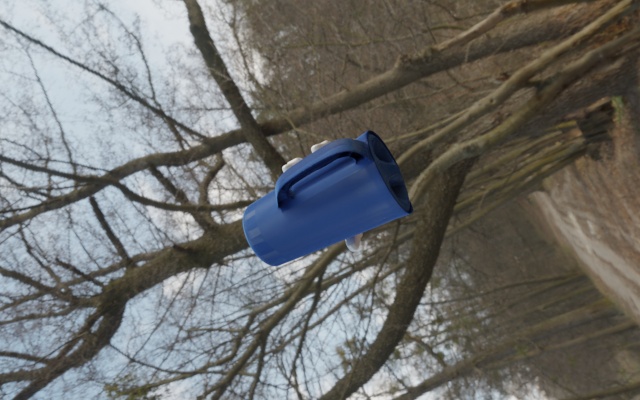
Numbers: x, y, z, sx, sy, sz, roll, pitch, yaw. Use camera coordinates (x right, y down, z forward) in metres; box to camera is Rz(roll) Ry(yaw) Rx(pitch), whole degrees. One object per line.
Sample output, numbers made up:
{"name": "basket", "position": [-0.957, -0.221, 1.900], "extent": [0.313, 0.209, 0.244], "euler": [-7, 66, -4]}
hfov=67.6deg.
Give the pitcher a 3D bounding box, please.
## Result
{"name": "pitcher", "position": [0.000, 0.002, 0.713], "extent": [0.243, 0.149, 0.145], "euler": [-27, 10, 20]}
